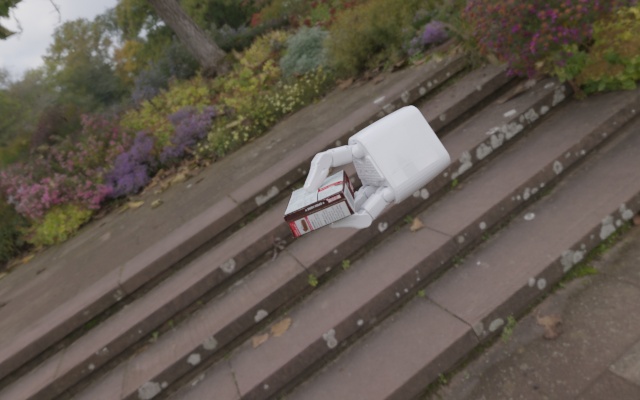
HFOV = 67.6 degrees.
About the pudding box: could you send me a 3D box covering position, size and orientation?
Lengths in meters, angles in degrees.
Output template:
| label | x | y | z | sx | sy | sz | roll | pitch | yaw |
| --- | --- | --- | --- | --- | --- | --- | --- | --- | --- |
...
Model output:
| label | x | y | z | sx | sy | sz | roll | pitch | yaw |
| --- | --- | --- | --- | --- | --- | --- | --- | --- | --- |
| pudding box | 0.000 | 0.002 | 0.668 | 0.090 | 0.039 | 0.113 | -24 | 14 | 11 |
